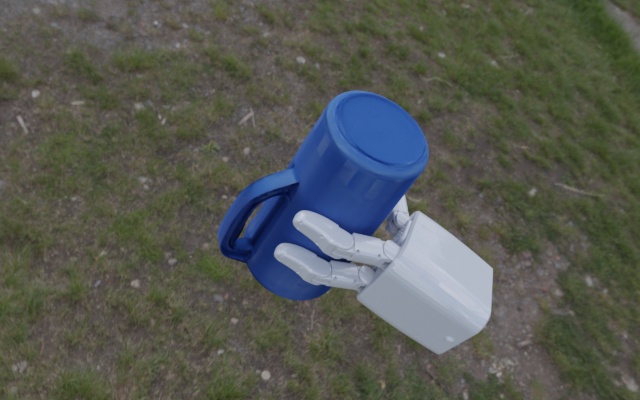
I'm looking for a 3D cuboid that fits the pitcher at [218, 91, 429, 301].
[{"bbox_3d":[0.000,0.002,0.518,0.149,0.145,0.243,-50,-4,-43],"label":"pitcher"}]
